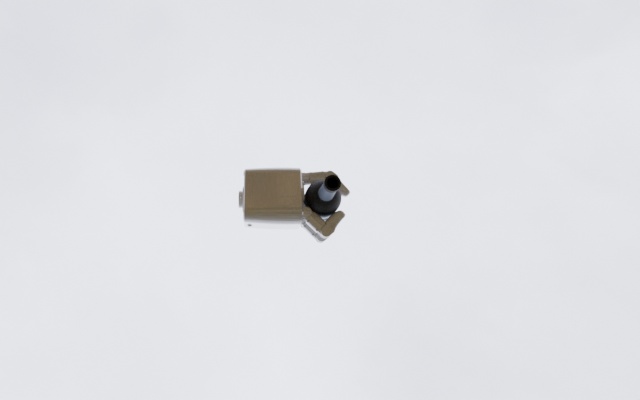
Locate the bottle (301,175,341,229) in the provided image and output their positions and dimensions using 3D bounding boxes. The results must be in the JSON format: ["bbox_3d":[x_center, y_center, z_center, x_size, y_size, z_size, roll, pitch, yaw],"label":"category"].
[{"bbox_3d":[0.000,0.003,0.900,0.069,0.069,0.296,0,-12,-8],"label":"bottle"}]
